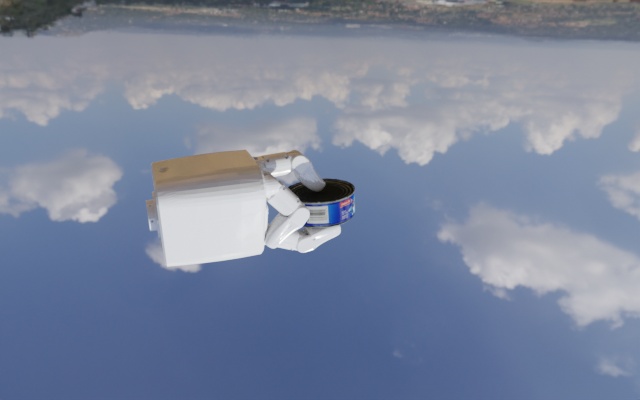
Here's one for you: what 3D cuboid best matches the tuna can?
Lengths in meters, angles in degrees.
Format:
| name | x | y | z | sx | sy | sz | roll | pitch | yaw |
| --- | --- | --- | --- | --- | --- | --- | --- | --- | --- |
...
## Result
| name | x | y | z | sx | sy | sz | roll | pitch | yaw |
| --- | --- | --- | --- | --- | --- | --- | --- | --- | --- |
| tuna can | 0.000 | 0.002 | 0.587 | 0.086 | 0.034 | 0.086 | -3 | 21 | 1 |
